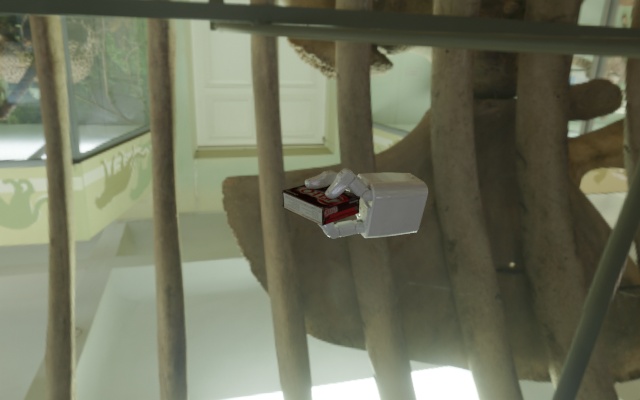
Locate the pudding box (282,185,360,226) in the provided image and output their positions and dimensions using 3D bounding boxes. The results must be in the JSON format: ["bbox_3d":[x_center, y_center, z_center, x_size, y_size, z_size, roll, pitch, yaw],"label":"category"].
[{"bbox_3d":[0.000,0.003,0.847,0.090,0.039,0.113,-16,24,-40],"label":"pudding box"}]
